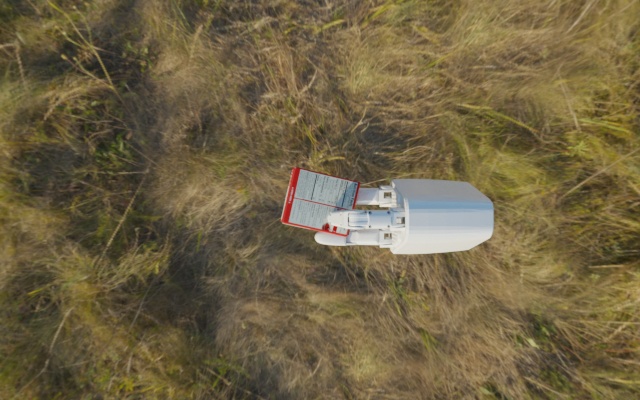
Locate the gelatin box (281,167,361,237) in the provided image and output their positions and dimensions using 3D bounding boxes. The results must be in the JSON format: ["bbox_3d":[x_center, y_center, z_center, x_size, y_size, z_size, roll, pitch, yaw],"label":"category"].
[{"bbox_3d":[0.000,0.002,0.613,0.089,0.073,0.030,13,0,-8],"label":"gelatin box"}]
